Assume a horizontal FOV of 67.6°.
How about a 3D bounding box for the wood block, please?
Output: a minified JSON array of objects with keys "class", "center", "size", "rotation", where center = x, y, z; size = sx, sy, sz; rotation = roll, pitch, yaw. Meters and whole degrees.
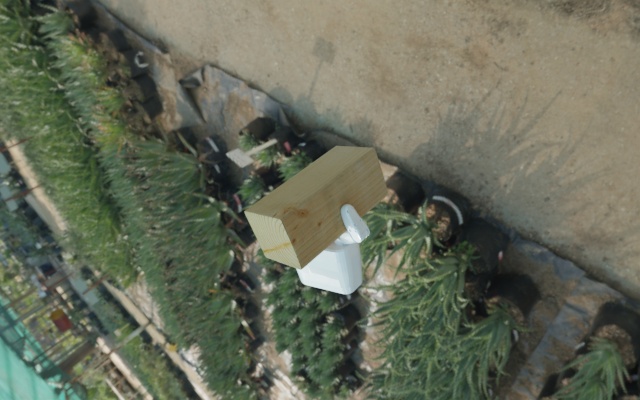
[{"class":"wood block","center":[0.000,0.003,0.738],"size":[0.091,0.090,0.206],"rotation":[11,40,46]}]
